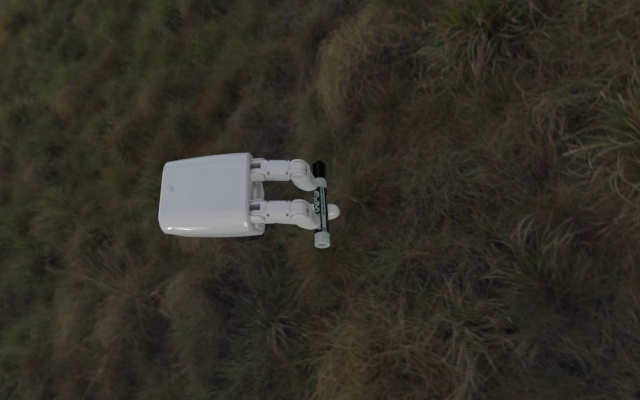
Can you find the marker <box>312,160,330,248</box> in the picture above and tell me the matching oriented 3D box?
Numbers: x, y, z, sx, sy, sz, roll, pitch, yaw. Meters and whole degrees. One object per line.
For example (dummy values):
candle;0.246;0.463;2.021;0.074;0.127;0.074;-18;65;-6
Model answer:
marker;0.000;0.002;0.621;0.020;0.121;0.020;-2;-25;-1
